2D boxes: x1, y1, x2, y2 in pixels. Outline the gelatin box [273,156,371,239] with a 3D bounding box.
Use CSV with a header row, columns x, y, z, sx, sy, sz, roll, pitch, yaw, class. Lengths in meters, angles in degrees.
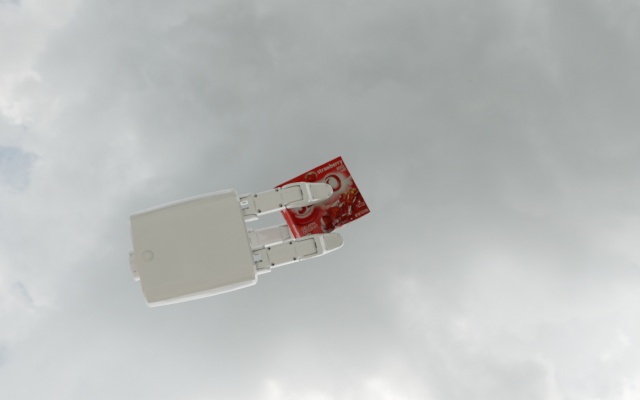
x,y,z,sx,sy,sz,roll,pitch,yaw,class
0.000,0.002,0.533,0.089,0.073,0.030,-26,-5,-21,gelatin box
